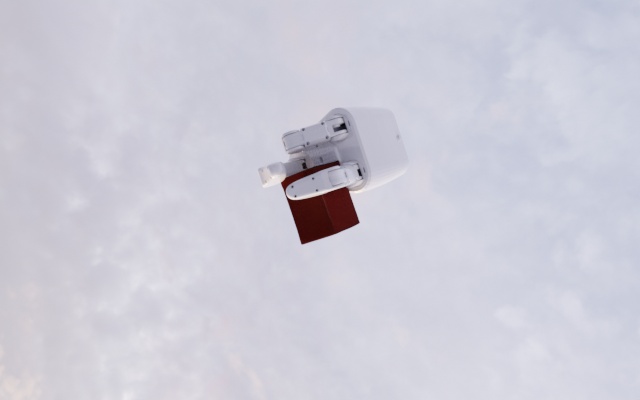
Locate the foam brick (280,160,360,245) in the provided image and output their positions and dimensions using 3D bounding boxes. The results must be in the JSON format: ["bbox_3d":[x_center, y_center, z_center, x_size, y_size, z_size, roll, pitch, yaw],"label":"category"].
[{"bbox_3d":[0.000,0.002,0.532,0.053,0.078,0.051,-18,0,38],"label":"foam brick"}]
